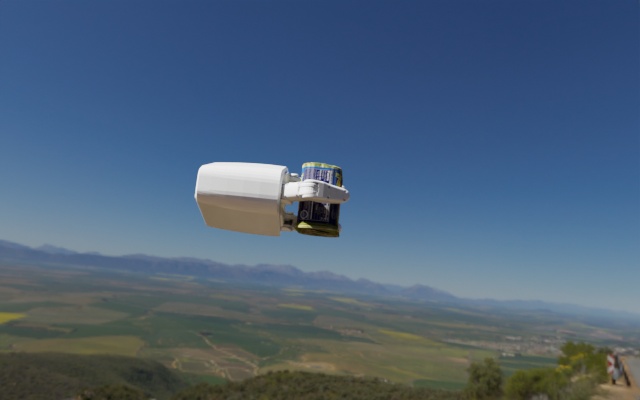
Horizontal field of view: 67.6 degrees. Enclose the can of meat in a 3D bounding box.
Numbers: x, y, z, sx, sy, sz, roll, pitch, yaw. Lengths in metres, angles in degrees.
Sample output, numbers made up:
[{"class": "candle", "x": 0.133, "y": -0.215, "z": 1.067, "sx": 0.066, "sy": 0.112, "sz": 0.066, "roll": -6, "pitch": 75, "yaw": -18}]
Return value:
[{"class": "can of meat", "x": 0.000, "y": 0.002, "z": 0.637, "sx": 0.057, "sy": 0.084, "sz": 0.102, "roll": 5, "pitch": -9, "yaw": 4}]
